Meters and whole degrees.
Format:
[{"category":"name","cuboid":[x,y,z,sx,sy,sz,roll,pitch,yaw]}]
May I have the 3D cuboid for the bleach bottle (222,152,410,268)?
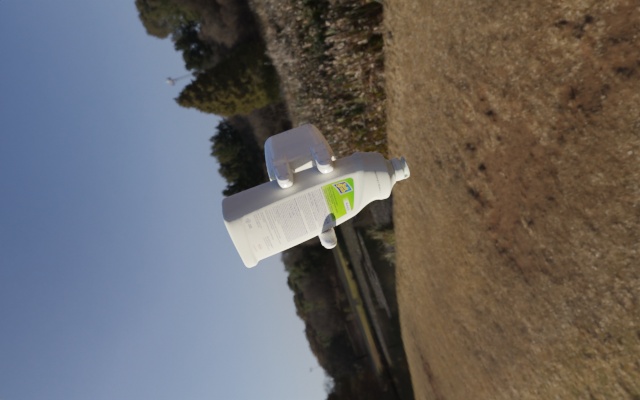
[{"category":"bleach bottle","cuboid":[0.000,0.002,0.651,0.251,0.103,0.068,-20,35,-2]}]
